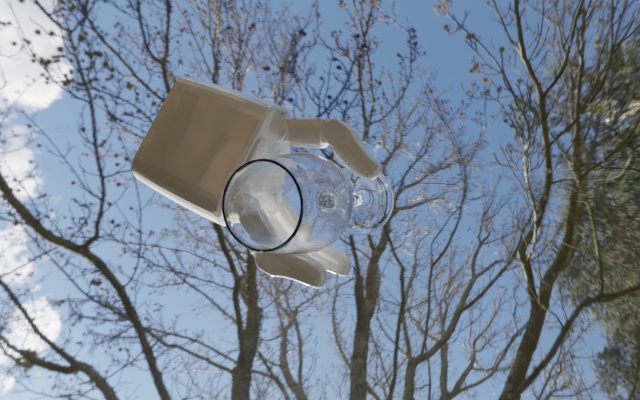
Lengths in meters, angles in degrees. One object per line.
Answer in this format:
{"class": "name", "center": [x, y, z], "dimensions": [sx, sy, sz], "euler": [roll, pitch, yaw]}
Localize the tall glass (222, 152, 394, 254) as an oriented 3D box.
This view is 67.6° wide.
{"class": "tall glass", "center": [0.000, 0.001, 0.403], "dimensions": [0.079, 0.079, 0.201], "euler": [0, 1, 23]}
